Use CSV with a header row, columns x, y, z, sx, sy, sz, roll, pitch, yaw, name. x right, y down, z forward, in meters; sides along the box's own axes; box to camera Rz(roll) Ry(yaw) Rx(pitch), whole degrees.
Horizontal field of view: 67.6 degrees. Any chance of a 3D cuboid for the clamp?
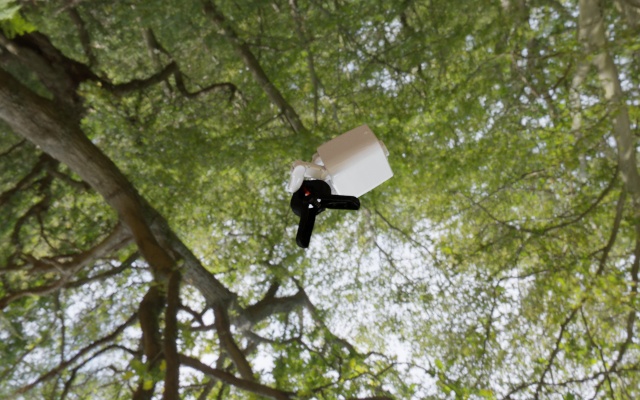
x,y,z,sx,sy,sz,roll,pitch,yaw,name
0.000,0.003,0.815,0.120,0.039,0.171,-27,34,4,clamp
